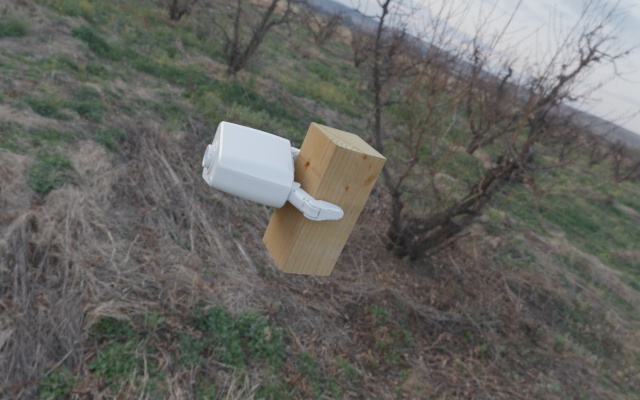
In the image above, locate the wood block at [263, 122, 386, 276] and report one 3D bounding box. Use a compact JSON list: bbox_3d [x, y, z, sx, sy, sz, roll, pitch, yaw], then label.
[{"bbox_3d":[0.000,0.002,0.717,0.090,0.206,0.090,11,24,-33],"label":"wood block"}]
